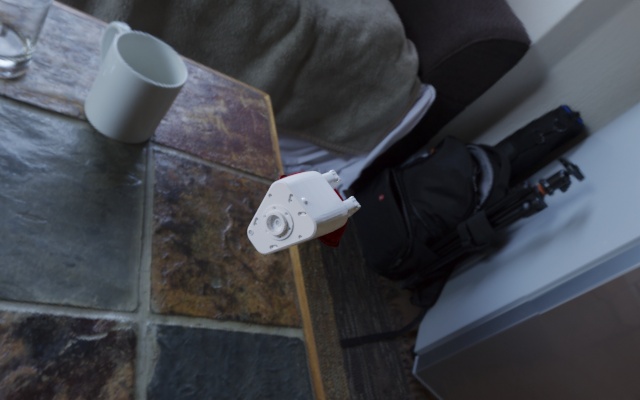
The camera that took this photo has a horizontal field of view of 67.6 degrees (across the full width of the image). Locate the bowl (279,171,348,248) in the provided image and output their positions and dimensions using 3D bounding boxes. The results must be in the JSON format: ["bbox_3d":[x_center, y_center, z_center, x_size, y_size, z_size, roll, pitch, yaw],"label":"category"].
[{"bbox_3d":[0.001,0.002,0.846,0.055,0.162,0.162,-39,-11,14],"label":"bowl"}]
